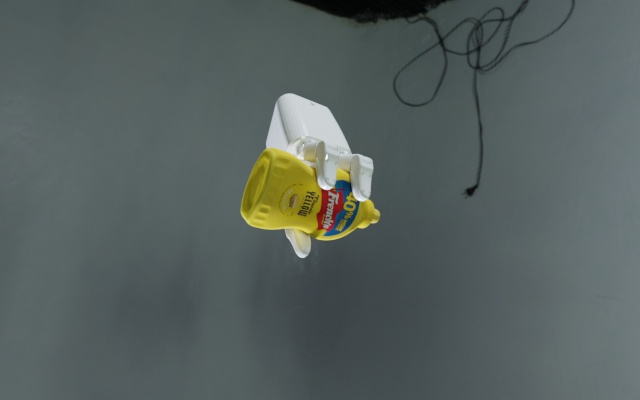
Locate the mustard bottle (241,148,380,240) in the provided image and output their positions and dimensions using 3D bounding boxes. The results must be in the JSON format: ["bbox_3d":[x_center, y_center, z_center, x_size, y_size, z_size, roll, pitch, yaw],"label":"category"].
[{"bbox_3d":[0.000,0.002,0.617,0.192,0.096,0.058,15,14,-33],"label":"mustard bottle"}]
